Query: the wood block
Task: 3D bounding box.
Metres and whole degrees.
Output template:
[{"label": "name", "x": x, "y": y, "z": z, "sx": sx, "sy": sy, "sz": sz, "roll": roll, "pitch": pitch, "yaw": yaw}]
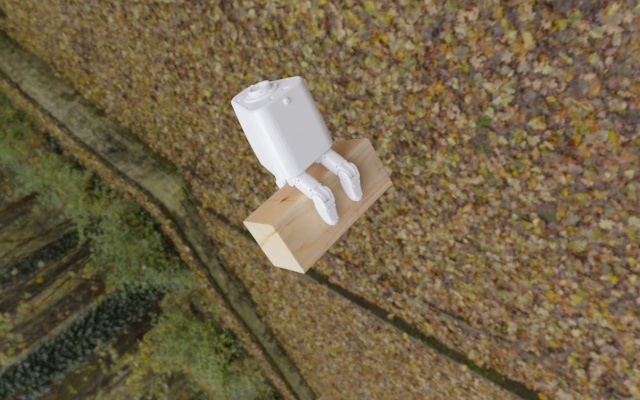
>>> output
[{"label": "wood block", "x": 0.000, "y": 0.002, "z": 0.719, "sx": 0.206, "sy": 0.090, "sz": 0.091, "roll": -43, "pitch": 24, "yaw": -26}]
